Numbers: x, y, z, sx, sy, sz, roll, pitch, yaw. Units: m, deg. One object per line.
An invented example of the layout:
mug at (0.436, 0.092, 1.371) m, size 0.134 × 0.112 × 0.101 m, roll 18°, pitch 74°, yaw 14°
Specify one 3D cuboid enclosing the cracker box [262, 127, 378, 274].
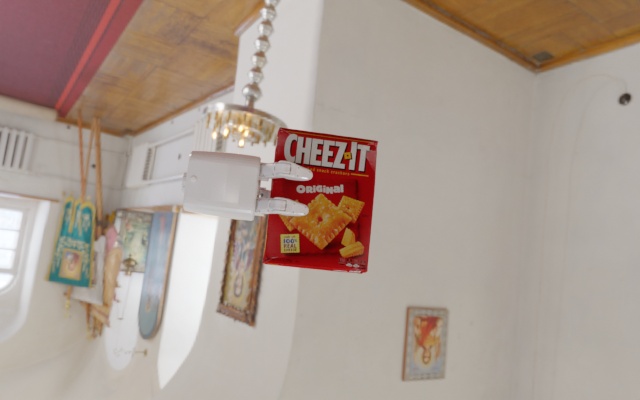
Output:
cracker box at (0.000, 0.003, 0.763) m, size 0.164 × 0.213 × 0.072 m, roll 7°, pitch -8°, yaw -8°
